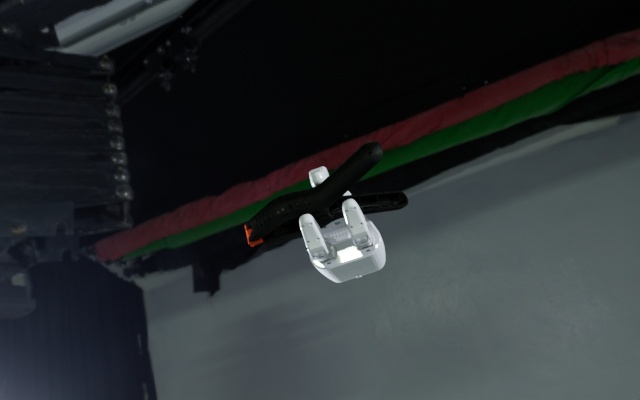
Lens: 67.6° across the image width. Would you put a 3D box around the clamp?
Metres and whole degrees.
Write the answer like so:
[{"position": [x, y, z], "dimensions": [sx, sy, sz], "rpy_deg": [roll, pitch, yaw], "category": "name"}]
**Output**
[{"position": [-0.001, 0.001, 0.580], "dimensions": [0.210, 0.036, 0.165], "rpy_deg": [-19, -27, 6], "category": "clamp"}]
